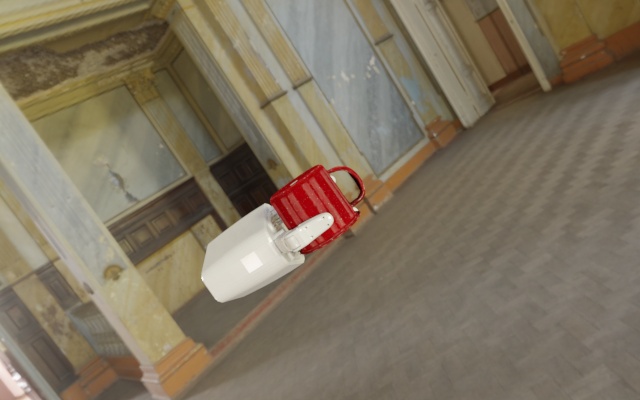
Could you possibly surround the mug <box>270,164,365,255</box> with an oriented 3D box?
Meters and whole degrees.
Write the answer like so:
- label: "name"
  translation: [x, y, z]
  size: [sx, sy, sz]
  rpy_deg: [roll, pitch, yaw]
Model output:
- label: "mug"
  translation: [0.001, 0.001, 0.601]
  size: [0.117, 0.081, 0.093]
  rpy_deg: [-34, 8, 6]
